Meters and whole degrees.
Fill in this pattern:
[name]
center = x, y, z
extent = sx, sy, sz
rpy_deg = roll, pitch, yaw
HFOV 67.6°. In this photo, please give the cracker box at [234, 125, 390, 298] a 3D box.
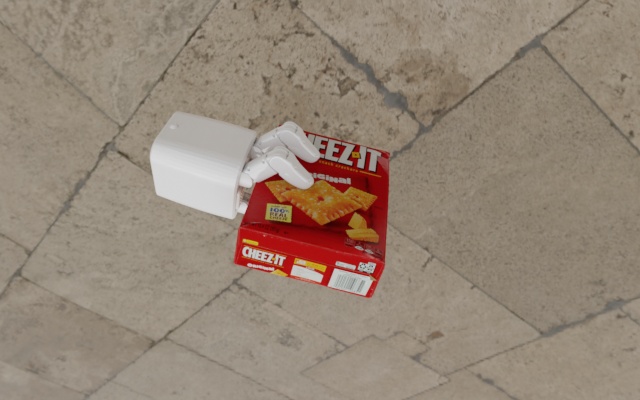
[cracker box]
center = 0.000, 0.002, 0.598
extent = 0.164, 0.072, 0.213
rpy_deg = 15, 41, -2
